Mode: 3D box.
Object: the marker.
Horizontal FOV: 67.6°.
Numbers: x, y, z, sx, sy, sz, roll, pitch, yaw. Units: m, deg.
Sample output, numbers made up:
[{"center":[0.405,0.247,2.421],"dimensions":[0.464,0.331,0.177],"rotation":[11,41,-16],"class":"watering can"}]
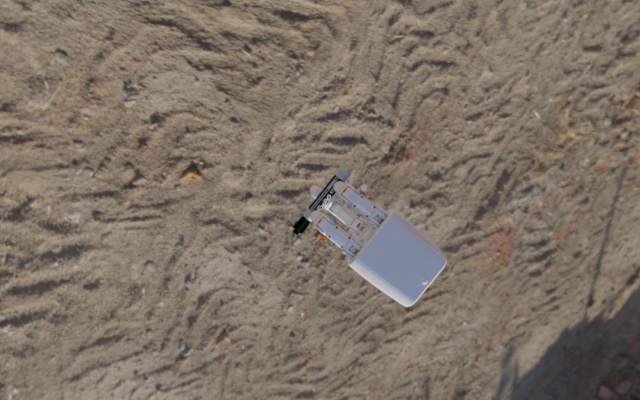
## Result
[{"center":[0.000,0.002,0.712],"dimensions":[0.020,0.121,0.020],"rotation":[39,3,-2],"class":"marker"}]
